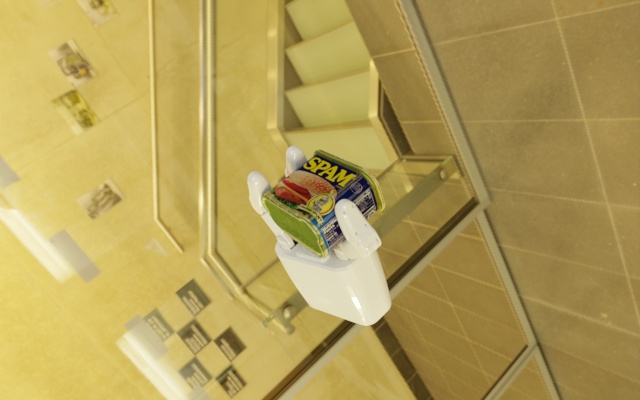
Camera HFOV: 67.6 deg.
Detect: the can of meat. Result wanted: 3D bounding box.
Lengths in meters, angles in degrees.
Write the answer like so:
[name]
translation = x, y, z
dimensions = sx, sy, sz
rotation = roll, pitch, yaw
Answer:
[can of meat]
translation = 0.000, 0.002, 0.494
dimensions = 0.084, 0.057, 0.102
rotation = -40, 41, -20
